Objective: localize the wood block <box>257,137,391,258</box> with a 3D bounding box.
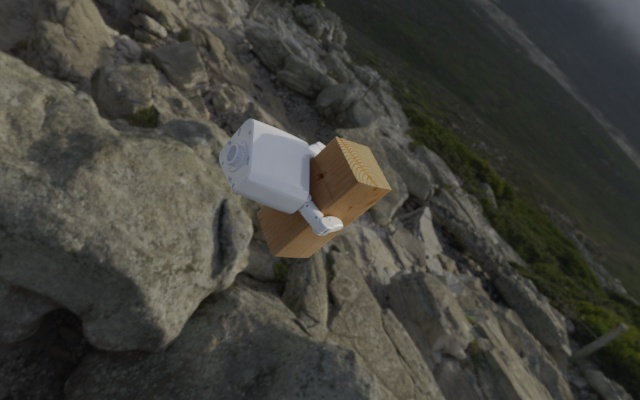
[{"bbox_3d":[0.000,0.003,0.784,0.090,0.090,0.206,10,-43,-47],"label":"wood block"}]
